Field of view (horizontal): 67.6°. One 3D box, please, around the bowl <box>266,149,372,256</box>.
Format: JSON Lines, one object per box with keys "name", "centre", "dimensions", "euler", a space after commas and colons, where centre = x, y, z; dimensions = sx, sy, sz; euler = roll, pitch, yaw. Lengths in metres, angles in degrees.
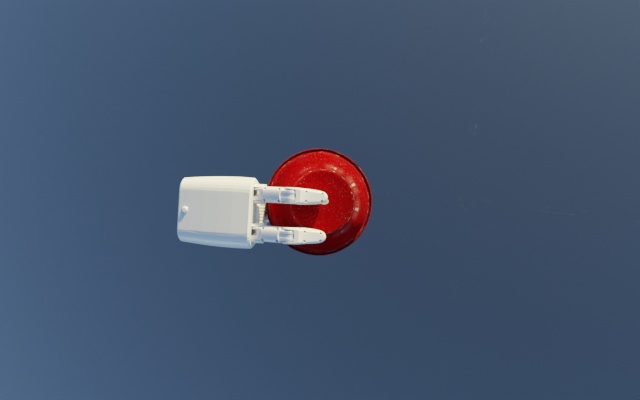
{"name": "bowl", "centre": [0.001, 0.002, 0.695], "dimensions": [0.162, 0.162, 0.055], "euler": [0, 0, -5]}
